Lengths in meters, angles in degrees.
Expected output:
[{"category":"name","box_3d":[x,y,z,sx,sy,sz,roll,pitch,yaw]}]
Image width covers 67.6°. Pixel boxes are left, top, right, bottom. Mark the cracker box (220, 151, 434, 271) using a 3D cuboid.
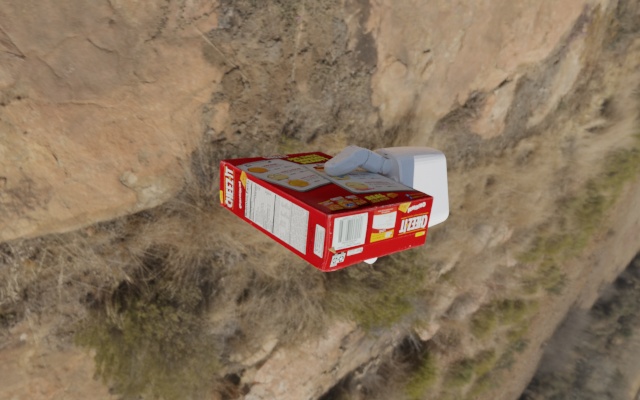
[{"category":"cracker box","box_3d":[0.000,0.002,0.583,0.164,0.072,0.213,-9,24,-39]}]
